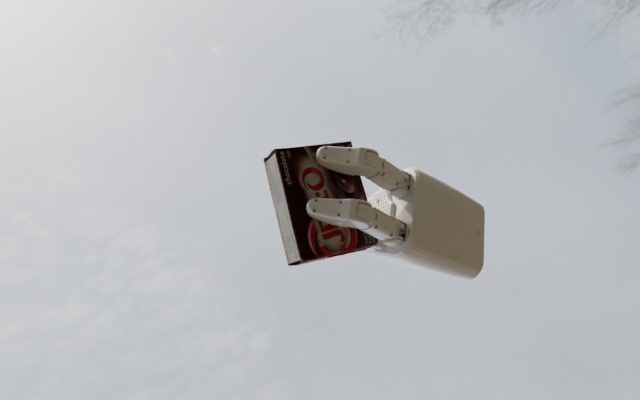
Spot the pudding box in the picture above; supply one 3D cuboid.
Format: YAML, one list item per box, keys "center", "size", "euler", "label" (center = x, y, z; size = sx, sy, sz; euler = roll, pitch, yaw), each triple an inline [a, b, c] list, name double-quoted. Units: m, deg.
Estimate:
- center: [0.000, 0.002, 0.477]
  size: [0.090, 0.113, 0.039]
  euler: [-10, -11, -32]
  label: "pudding box"
